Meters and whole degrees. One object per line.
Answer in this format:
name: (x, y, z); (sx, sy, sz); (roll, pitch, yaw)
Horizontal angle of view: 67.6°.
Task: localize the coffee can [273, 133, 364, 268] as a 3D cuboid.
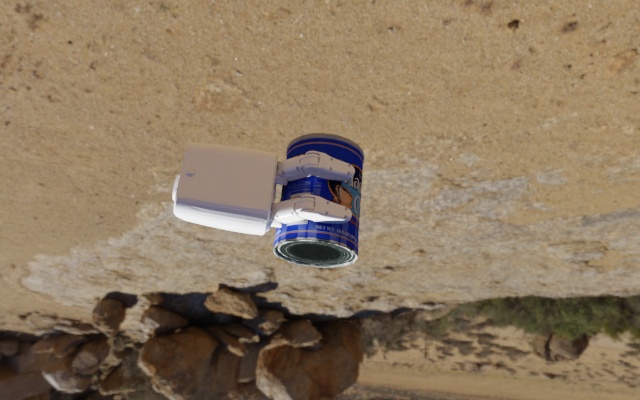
coffee can: (0.000, 0.002, 0.599); (0.103, 0.140, 0.103); (5, -24, 2)
